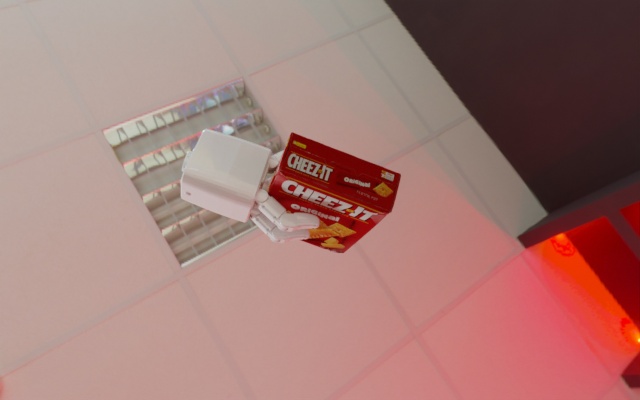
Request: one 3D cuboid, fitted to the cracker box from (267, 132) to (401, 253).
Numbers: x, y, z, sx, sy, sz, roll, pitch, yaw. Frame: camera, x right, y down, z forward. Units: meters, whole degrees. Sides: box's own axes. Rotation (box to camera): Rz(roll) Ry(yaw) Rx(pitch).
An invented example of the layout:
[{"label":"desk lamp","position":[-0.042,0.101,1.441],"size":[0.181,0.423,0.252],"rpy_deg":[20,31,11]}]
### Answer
[{"label":"cracker box","position":[0.000,0.002,0.726],"size":[0.164,0.072,0.214],"rpy_deg":[20,-25,-8]}]
